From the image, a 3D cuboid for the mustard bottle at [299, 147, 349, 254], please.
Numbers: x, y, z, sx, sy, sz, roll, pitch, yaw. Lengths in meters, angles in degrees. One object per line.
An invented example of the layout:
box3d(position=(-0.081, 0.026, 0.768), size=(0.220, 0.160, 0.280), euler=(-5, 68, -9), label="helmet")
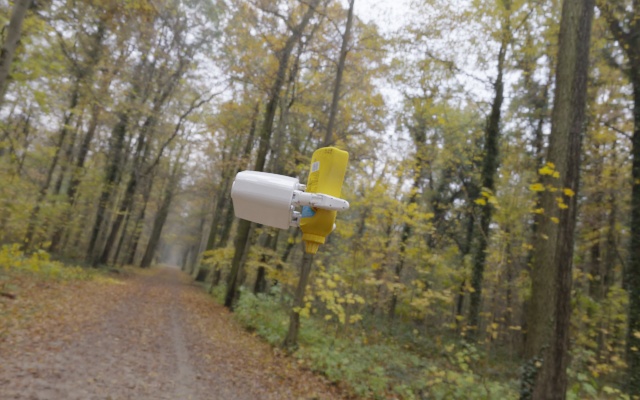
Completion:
box3d(position=(0.001, 0.003, 0.878), size=(0.058, 0.191, 0.096), euler=(16, -11, -24), label="mustard bottle")
